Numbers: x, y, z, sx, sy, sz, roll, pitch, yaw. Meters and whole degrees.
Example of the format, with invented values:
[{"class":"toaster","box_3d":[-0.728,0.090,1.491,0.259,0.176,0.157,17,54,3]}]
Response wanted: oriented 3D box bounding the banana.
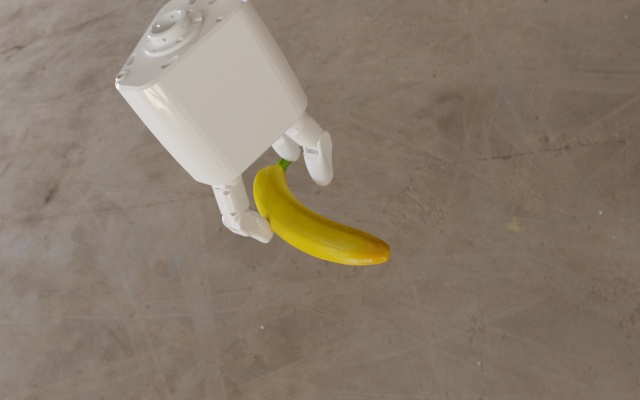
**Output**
[{"class":"banana","box_3d":[-0.016,0.011,0.462,0.069,0.037,0.197,-37,46,-9]}]
